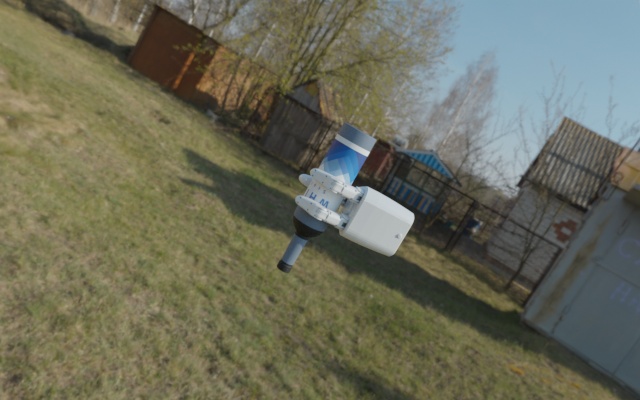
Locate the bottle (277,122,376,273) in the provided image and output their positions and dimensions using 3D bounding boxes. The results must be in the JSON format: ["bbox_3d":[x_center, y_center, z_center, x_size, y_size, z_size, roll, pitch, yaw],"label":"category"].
[{"bbox_3d":[0.000,0.003,0.873,0.069,0.296,0.069,28,10,-5],"label":"bottle"}]
